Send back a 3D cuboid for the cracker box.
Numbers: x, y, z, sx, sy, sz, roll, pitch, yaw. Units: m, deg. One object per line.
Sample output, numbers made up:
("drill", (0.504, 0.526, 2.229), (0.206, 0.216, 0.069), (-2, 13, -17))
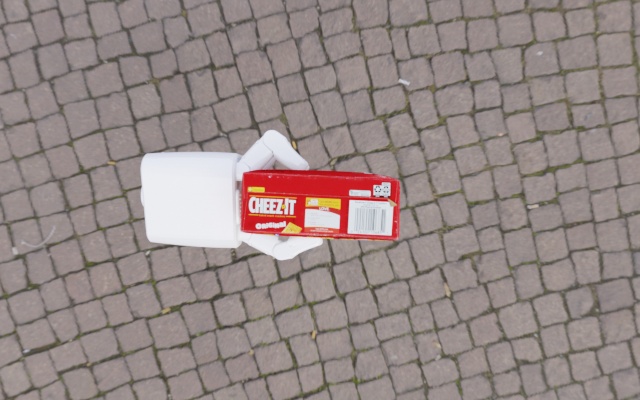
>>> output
("cracker box", (0.000, 0.002, 0.586), (0.164, 0.072, 0.213), (2, 2, 0))
